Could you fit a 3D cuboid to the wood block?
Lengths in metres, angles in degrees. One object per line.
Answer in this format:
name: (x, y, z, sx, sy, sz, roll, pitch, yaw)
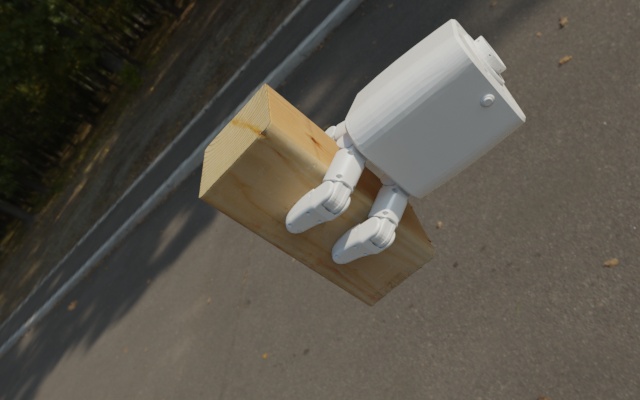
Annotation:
wood block: (0.000, 0.001, 0.449, 0.206, 0.090, 0.090, 37, 21, -28)
